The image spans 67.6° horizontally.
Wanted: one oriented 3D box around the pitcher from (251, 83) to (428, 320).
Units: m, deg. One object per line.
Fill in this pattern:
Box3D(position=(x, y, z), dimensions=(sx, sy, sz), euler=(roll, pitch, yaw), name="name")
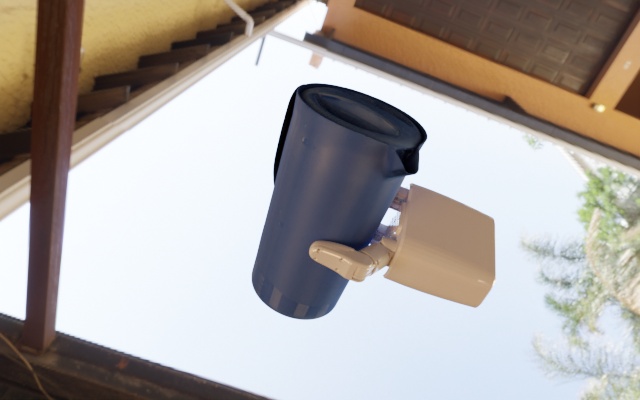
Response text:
Box3D(position=(0.000, 0.002, 0.520), dimensions=(0.145, 0.243, 0.149), euler=(20, 28, -2), name="pitcher")
